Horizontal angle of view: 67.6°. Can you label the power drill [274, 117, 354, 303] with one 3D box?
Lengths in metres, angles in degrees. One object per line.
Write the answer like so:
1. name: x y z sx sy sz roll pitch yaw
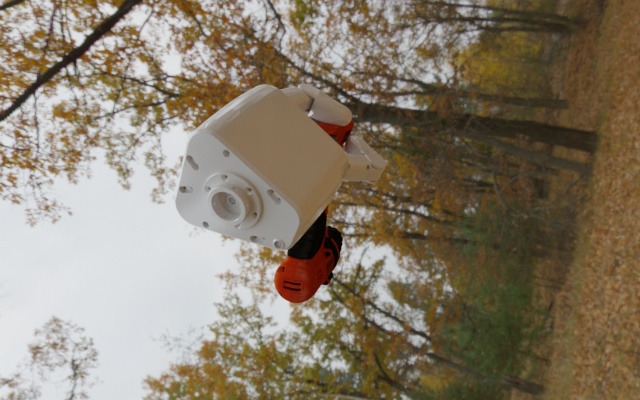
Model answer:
1. power drill: 0.000 0.001 0.541 0.057 0.188 0.184 6 13 11
